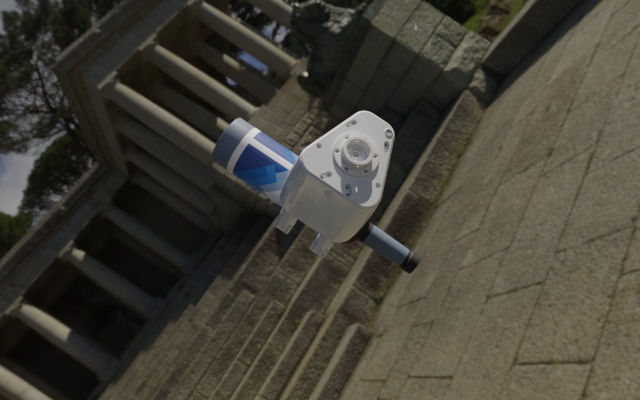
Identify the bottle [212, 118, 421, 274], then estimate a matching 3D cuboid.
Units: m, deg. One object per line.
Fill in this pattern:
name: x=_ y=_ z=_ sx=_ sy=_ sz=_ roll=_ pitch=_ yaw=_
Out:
bottle: x=0.000 y=0.002 z=0.619 sx=0.296 sy=0.069 sz=0.069 roll=34 pitch=0 yaw=1
